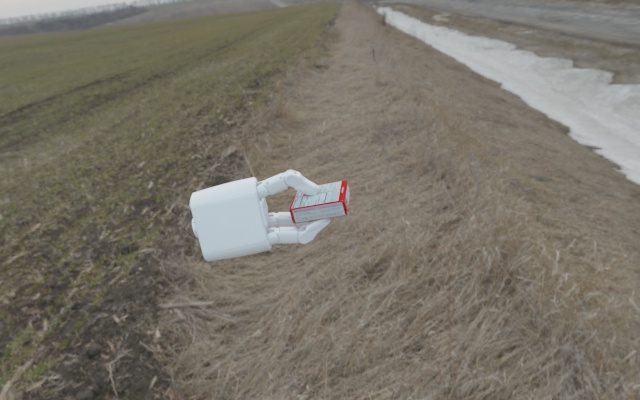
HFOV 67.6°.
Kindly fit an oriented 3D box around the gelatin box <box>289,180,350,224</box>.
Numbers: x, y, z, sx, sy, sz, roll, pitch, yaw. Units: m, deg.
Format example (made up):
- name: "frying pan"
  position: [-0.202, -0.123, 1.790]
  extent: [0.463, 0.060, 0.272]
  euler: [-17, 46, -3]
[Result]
- name: "gelatin box"
  position: [0.000, 0.002, 0.765]
  extent: [0.089, 0.030, 0.073]
  euler: [-10, 26, 13]
